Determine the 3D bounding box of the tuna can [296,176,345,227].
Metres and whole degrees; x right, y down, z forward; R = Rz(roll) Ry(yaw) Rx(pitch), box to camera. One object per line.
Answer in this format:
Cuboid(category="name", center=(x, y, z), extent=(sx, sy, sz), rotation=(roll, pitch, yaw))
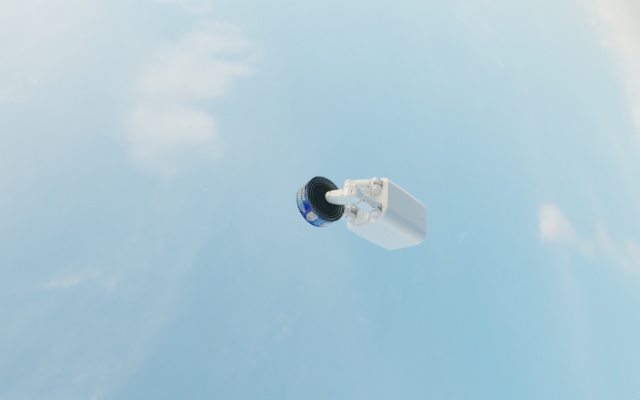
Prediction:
Cuboid(category="tuna can", center=(0.000, 0.003, 0.832), extent=(0.086, 0.086, 0.034), rotation=(0, -23, -43))
